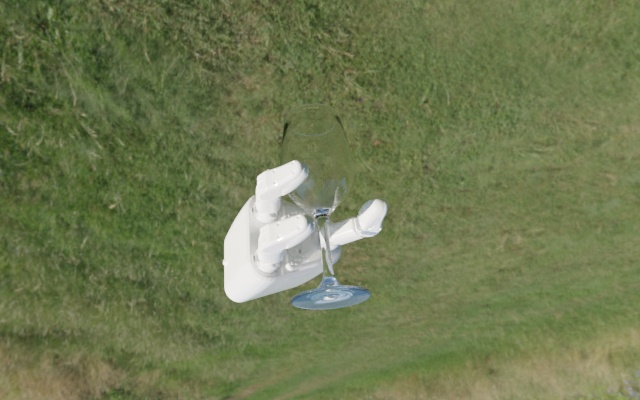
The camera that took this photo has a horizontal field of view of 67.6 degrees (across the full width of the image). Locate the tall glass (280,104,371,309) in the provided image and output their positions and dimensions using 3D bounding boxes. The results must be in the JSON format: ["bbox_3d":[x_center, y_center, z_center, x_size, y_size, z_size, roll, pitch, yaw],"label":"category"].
[{"bbox_3d":[0.000,0.002,0.480,0.079,0.201,0.079,-5,-25,-2],"label":"tall glass"}]
